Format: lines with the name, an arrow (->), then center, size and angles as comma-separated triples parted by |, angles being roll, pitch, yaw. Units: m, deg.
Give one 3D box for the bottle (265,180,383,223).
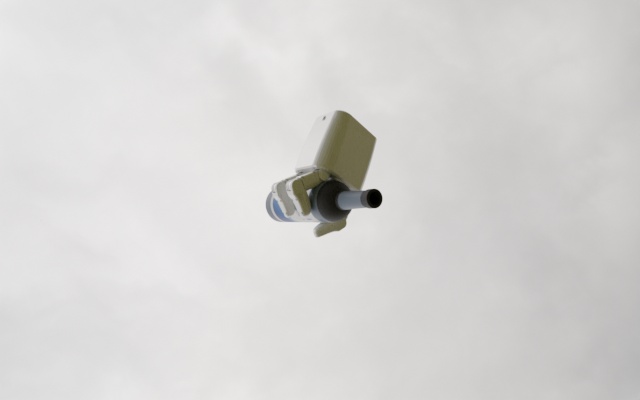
bottle -> 0.000, 0.003, 0.776 | 0.069, 0.069, 0.296 | 0, -2, -30
